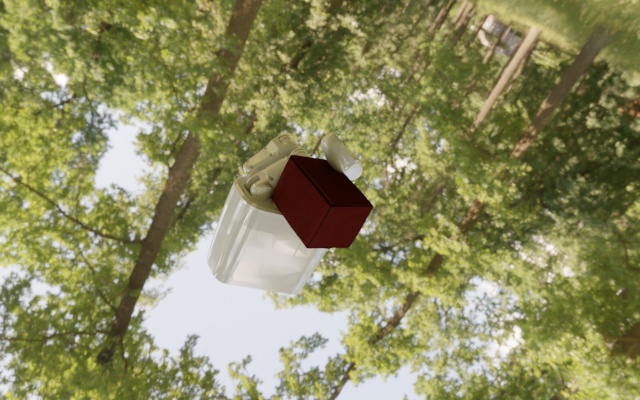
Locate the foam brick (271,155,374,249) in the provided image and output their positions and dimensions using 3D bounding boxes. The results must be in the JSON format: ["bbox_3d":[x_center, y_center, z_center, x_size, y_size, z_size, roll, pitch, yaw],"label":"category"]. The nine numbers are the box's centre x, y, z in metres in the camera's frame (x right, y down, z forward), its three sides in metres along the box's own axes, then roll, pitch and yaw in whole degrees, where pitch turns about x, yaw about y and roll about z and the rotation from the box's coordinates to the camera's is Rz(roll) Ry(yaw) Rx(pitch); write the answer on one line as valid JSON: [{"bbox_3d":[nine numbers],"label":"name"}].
[{"bbox_3d":[0.000,0.002,0.442,0.053,0.051,0.078,4,34,-40],"label":"foam brick"}]
